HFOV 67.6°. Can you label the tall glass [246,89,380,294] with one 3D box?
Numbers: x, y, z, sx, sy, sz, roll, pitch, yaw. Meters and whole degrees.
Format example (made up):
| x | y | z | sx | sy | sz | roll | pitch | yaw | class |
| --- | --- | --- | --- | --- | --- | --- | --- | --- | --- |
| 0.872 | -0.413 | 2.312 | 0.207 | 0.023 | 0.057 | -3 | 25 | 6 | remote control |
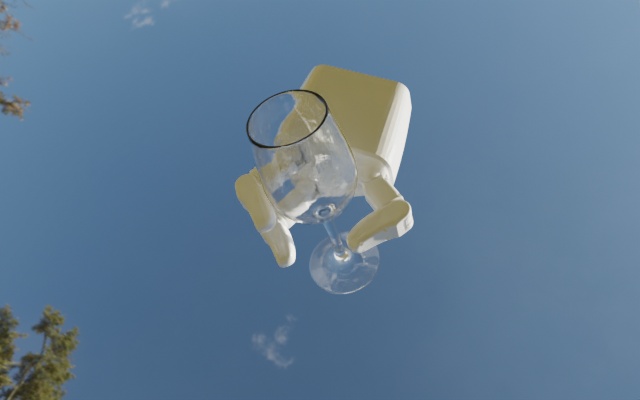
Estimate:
| x | y | z | sx | sy | sz | roll | pitch | yaw | class |
| --- | --- | --- | --- | --- | --- | --- | --- | --- | --- |
| 0.000 | 0.002 | 0.415 | 0.079 | 0.079 | 0.201 | 0 | -37 | 18 | tall glass |
